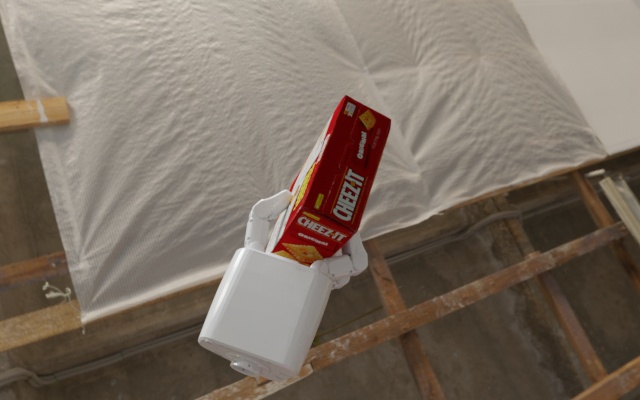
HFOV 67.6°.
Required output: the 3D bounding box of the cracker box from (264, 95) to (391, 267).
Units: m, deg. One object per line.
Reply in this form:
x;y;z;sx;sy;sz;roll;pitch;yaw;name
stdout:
0.000;0.002;0.596;0.072;0.164;0.214;25;-32;-8;cracker box
